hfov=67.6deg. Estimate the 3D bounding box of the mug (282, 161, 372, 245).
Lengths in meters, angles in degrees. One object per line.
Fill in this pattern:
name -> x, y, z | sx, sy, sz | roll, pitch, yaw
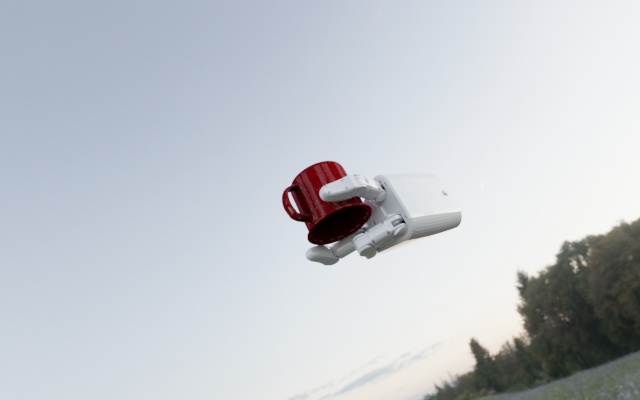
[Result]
mug -> -0.001, 0.002, 0.635 | 0.117, 0.081, 0.093 | -5, -35, -36
